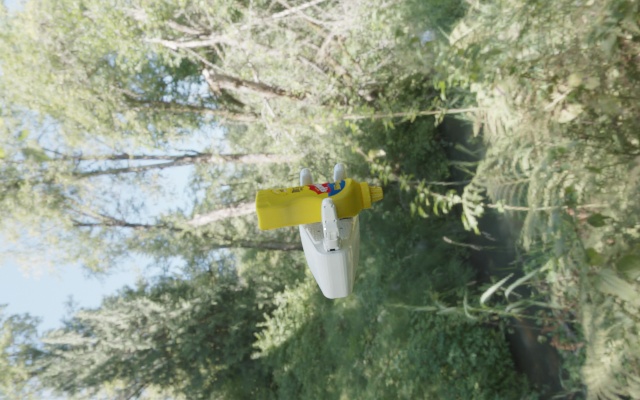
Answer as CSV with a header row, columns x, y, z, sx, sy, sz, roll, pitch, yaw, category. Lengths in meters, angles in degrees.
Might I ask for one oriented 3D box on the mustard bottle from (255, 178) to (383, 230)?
x,y,z,sx,sy,sz,roll,pitch,yaw,category
0.000,0.002,0.732,0.191,0.058,0.096,-8,14,0,mustard bottle
